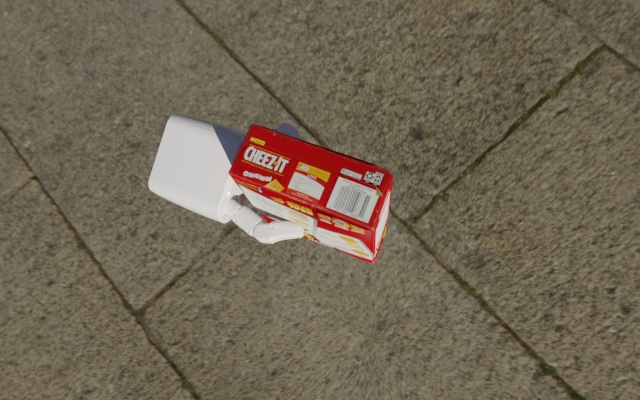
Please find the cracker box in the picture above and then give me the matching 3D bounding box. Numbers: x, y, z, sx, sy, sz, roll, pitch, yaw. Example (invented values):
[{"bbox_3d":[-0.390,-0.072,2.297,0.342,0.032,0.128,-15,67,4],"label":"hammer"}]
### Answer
[{"bbox_3d":[0.000,0.002,0.582,0.164,0.072,0.214,20,-13,12],"label":"cracker box"}]
